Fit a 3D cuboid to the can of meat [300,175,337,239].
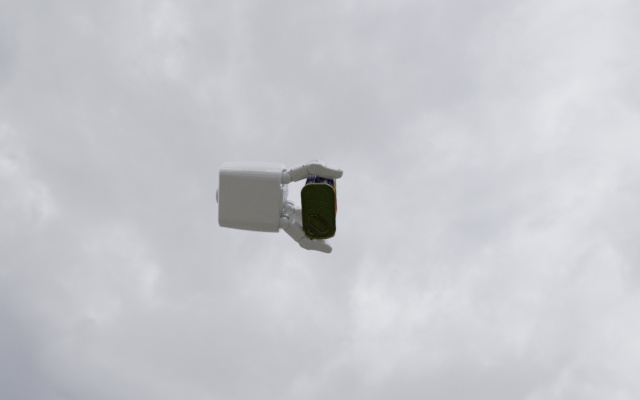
[{"bbox_3d":[0.000,0.002,0.825,0.057,0.102,0.084,0,24,5],"label":"can of meat"}]
